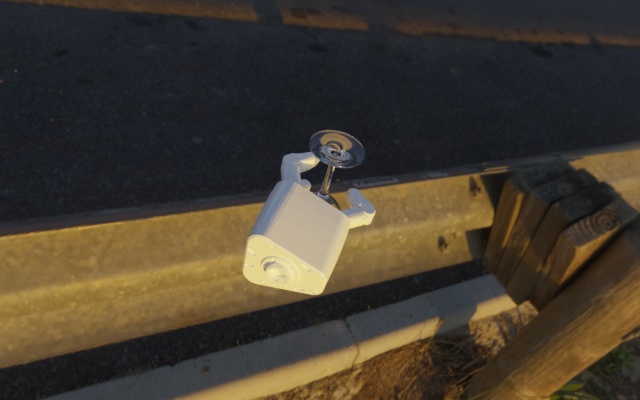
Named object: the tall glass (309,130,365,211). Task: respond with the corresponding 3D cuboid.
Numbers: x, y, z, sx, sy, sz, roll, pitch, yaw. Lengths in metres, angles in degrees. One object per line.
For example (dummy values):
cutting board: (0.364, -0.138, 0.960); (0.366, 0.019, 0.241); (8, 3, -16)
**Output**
tall glass: (0.000, 0.002, 0.680); (0.079, 0.079, 0.201); (0, -44, -17)
